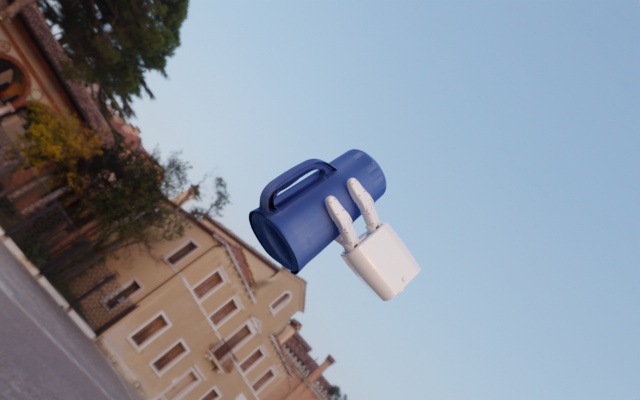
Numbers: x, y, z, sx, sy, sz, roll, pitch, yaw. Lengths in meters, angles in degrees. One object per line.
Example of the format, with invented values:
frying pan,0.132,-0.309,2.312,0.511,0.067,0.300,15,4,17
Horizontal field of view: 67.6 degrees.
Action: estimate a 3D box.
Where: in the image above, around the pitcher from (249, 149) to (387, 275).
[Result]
pitcher,0.000,0.003,0.849,0.242,0.145,0.149,-37,-3,-24
